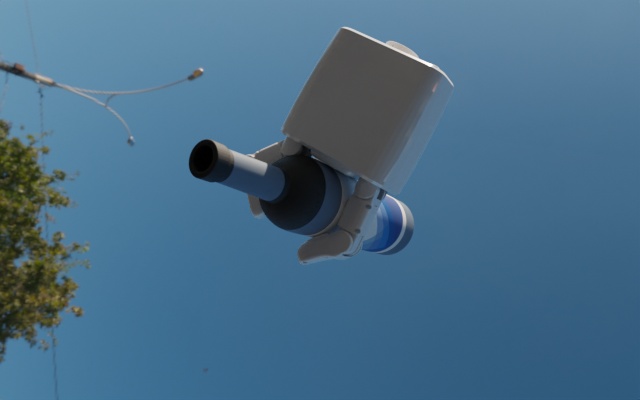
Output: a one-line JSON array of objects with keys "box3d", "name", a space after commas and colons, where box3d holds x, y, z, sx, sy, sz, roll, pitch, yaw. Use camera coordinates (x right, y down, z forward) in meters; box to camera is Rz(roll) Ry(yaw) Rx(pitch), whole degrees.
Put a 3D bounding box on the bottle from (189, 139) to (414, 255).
[{"box3d": [0.000, 0.002, 0.437, 0.069, 0.069, 0.296, 0, -12, 33], "name": "bottle"}]
